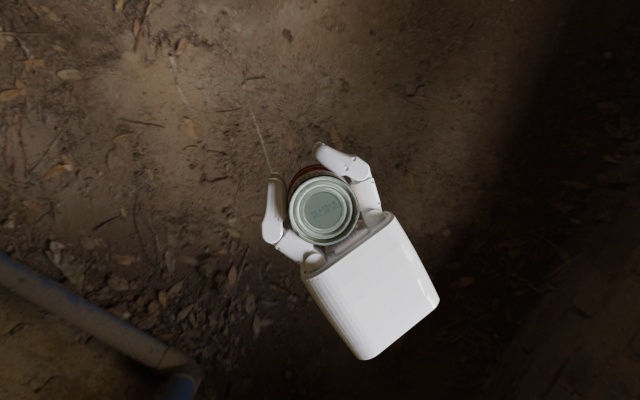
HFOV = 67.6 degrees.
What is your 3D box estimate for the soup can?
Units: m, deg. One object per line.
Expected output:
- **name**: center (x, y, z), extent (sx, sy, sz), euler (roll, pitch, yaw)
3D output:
- **soup can**: center (0.000, 0.001, 0.483), extent (0.068, 0.068, 0.102), euler (0, 10, -3)
